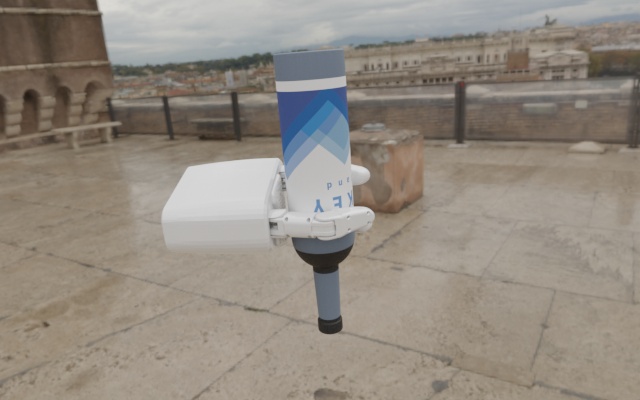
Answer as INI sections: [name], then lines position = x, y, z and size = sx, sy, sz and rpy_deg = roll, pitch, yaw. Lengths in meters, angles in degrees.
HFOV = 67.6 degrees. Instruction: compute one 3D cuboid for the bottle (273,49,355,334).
[bottle]
position = 0.000, 0.001, 0.487
size = 0.069, 0.296, 0.069
rpy_deg = -4, 17, 1
